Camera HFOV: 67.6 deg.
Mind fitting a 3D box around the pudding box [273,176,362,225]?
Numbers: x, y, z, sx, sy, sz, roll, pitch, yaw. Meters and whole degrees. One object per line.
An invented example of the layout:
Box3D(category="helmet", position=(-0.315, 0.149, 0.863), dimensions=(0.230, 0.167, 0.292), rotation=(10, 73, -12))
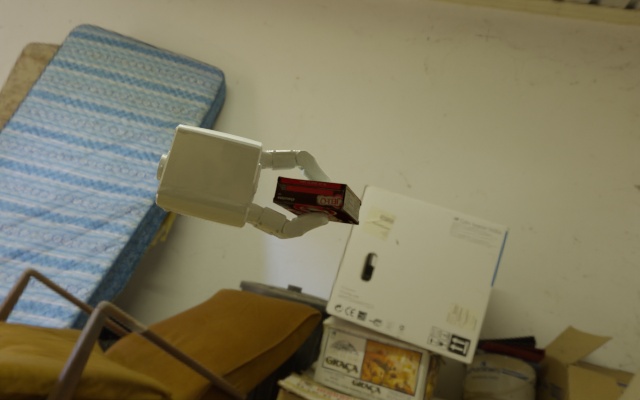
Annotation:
Box3D(category="pudding box", position=(0.000, 0.002, 0.622), dimensions=(0.090, 0.039, 0.113), rotation=(8, -7, 17))
